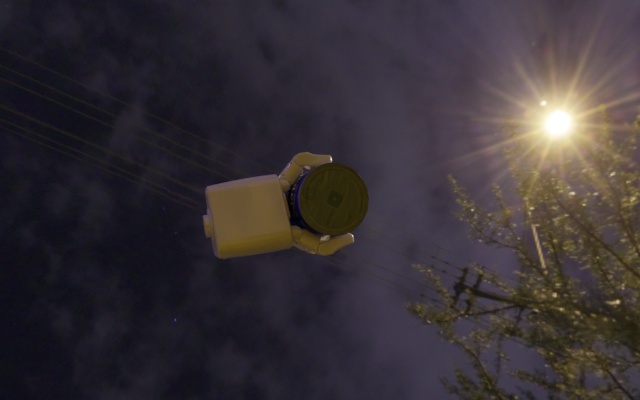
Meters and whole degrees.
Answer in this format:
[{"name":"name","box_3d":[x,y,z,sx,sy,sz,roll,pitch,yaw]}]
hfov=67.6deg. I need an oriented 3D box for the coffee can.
[{"name":"coffee can","box_3d":[0.000,0.002,0.729,0.103,0.103,0.140,0,-4,-17]}]
